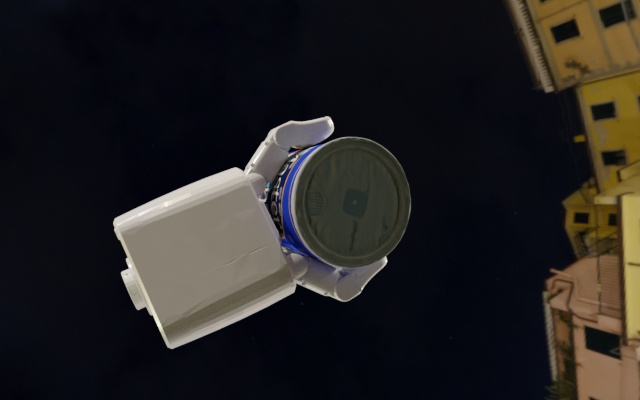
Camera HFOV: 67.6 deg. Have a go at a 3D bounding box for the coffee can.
[{"bbox_3d":[0.000,0.001,0.434,0.103,0.103,0.140,0,0,-23],"label":"coffee can"}]
